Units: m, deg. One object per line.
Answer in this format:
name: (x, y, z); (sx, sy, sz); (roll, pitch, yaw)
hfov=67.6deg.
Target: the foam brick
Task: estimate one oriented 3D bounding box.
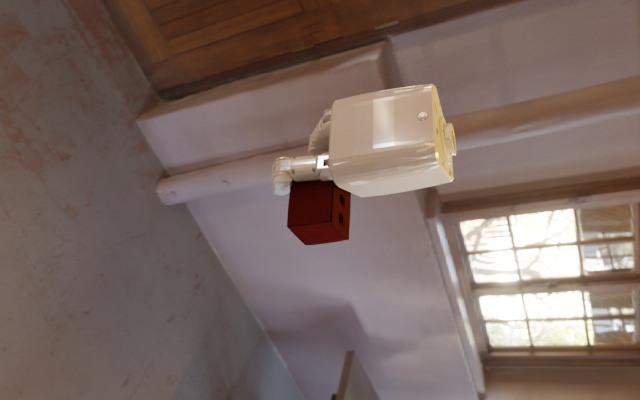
foam brick: (0.000, 0.002, 0.513); (0.051, 0.078, 0.053); (-7, -27, 21)
